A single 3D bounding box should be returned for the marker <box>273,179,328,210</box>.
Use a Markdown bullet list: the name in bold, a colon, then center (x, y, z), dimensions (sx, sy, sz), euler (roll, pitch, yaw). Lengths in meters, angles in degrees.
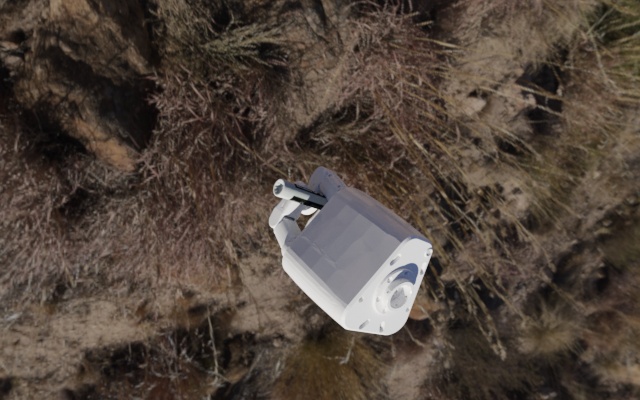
- **marker**: center (0.000, 0.002, 0.527), dimensions (0.121, 0.020, 0.020), euler (20, -14, -41)
